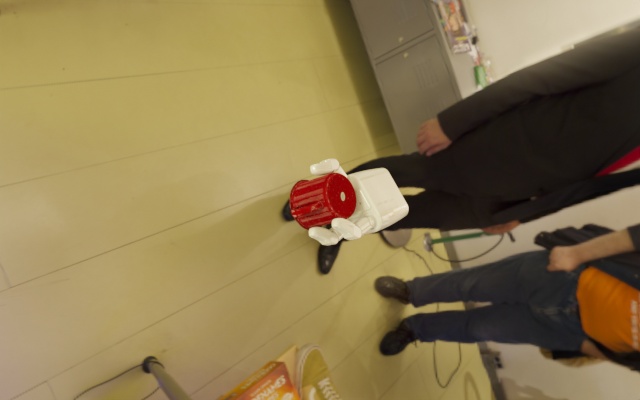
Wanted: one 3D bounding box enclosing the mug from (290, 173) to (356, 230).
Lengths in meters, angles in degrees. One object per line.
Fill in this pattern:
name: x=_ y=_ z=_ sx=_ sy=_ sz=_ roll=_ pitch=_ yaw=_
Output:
mug: x=-0.001 y=0.003 z=0.812 sx=0.081 sy=0.093 sz=0.117 roll=-16 pitch=3 yaw=42
